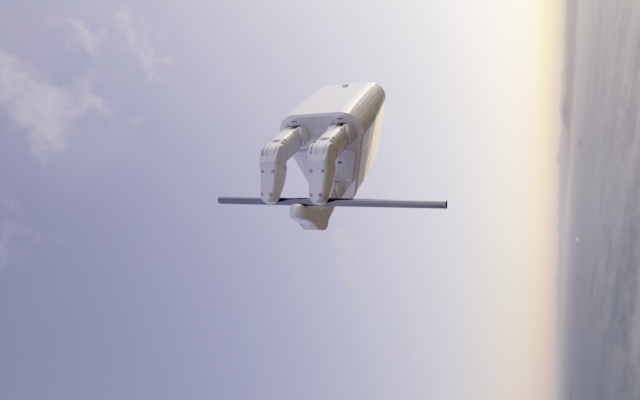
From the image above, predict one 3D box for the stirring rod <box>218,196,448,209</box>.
[{"bbox_3d":[0.000,0.002,0.462,0.239,0.011,0.011,1,0,26],"label":"stirring rod"}]
